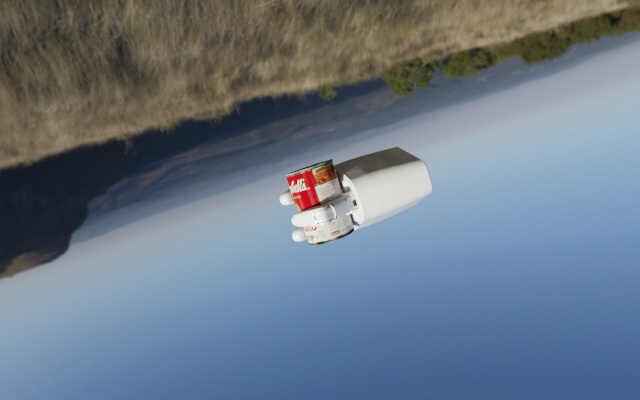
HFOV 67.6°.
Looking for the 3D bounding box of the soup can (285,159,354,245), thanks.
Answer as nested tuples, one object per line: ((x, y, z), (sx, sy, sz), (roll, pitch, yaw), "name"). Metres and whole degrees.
((0.000, 0.003, 0.651), (0.068, 0.102, 0.068), (-18, 6, 2), "soup can")
